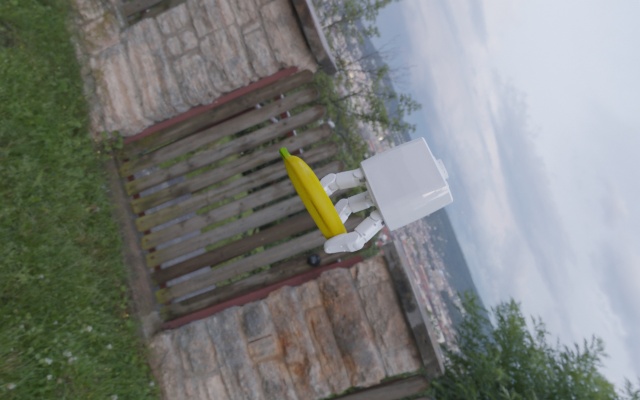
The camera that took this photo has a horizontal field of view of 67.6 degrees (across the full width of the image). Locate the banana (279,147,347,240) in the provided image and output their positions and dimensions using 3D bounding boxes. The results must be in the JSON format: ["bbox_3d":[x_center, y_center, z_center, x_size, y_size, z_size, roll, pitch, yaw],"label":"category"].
[{"bbox_3d":[-0.001,0.006,0.725,0.037,0.198,0.069,-27,20,7],"label":"banana"}]
